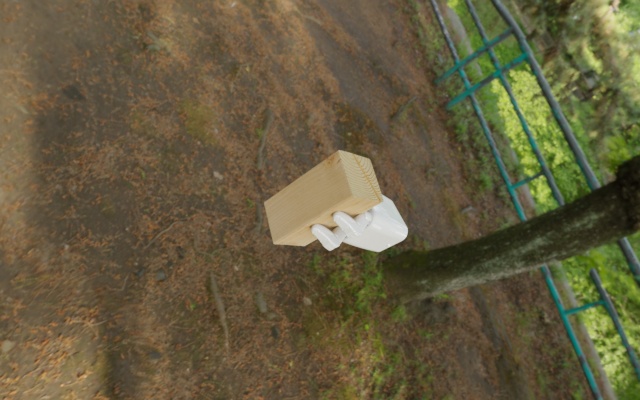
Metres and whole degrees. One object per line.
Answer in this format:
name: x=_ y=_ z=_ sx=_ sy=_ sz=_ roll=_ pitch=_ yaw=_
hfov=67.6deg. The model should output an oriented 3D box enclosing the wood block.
wood block: x=0.000 y=0.003 z=0.878 sx=0.090 sy=0.090 sz=0.206 roll=9 pitch=-33 yaw=-46
